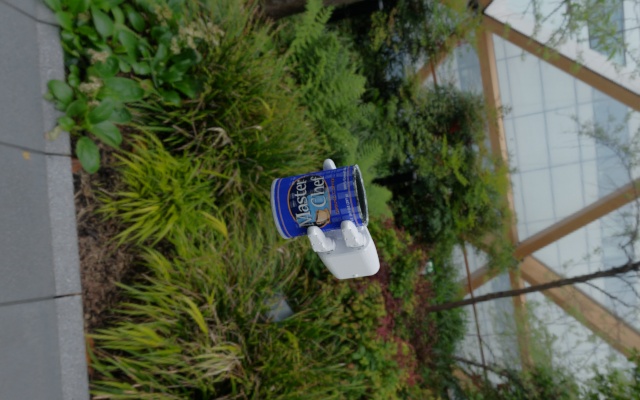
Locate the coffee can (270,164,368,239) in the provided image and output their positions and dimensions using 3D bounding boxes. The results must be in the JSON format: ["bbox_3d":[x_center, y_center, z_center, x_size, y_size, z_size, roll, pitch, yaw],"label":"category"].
[{"bbox_3d":[0.000,0.002,0.790,0.140,0.103,0.103,-10,-2,13],"label":"coffee can"}]
